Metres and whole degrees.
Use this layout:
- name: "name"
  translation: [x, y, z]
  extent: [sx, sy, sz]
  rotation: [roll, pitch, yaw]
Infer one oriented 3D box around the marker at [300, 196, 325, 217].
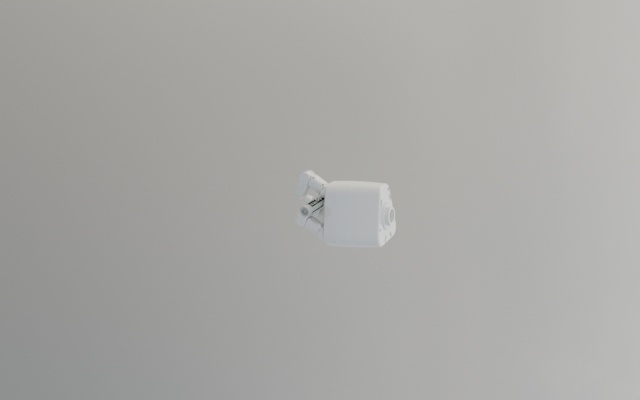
- name: "marker"
  translation: [0.000, 0.003, 0.868]
  extent: [0.020, 0.020, 0.121]
  rotation: [0, 16, 29]
